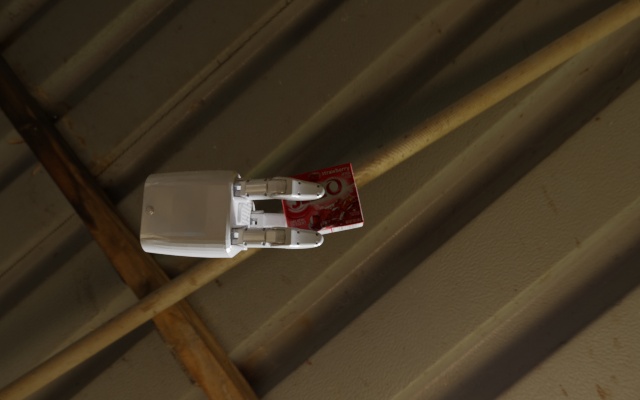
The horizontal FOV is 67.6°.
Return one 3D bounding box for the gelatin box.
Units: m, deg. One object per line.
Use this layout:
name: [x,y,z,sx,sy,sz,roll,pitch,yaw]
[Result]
gelatin box: [0.000,0.002,0.562,0.089,0.073,0.030,-12,-12,0]
